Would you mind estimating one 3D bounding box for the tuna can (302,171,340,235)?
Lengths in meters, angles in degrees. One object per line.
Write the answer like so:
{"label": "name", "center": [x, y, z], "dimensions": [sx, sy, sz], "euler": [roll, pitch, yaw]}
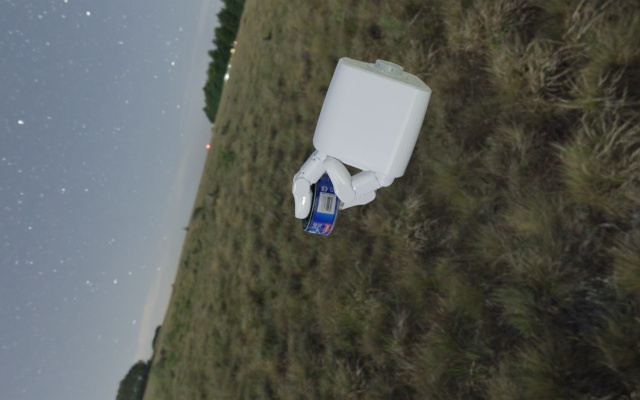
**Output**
{"label": "tuna can", "center": [0.000, 0.002, 0.640], "dimensions": [0.034, 0.086, 0.086], "euler": [9, -2, -11]}
